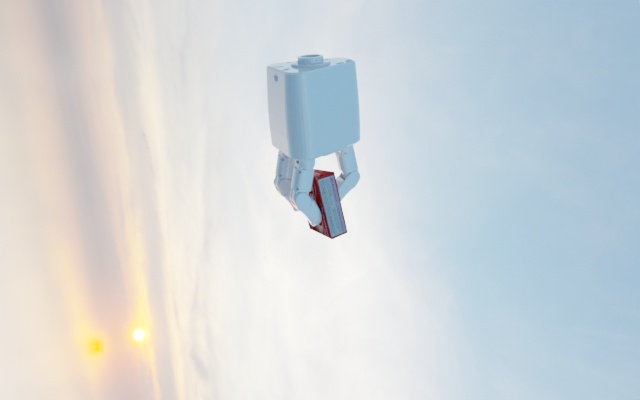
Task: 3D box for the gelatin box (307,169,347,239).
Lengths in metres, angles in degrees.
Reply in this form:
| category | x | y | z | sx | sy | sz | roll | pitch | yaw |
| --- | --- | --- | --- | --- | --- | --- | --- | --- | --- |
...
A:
| category | x | y | z | sx | sy | sz | roll | pitch | yaw |
| --- | --- | --- | --- | --- | --- | --- | --- | --- | --- |
| gelatin box | 0.001 | 0.002 | 0.659 | 0.030 | 0.089 | 0.073 | -20 | 16 | -21 |
